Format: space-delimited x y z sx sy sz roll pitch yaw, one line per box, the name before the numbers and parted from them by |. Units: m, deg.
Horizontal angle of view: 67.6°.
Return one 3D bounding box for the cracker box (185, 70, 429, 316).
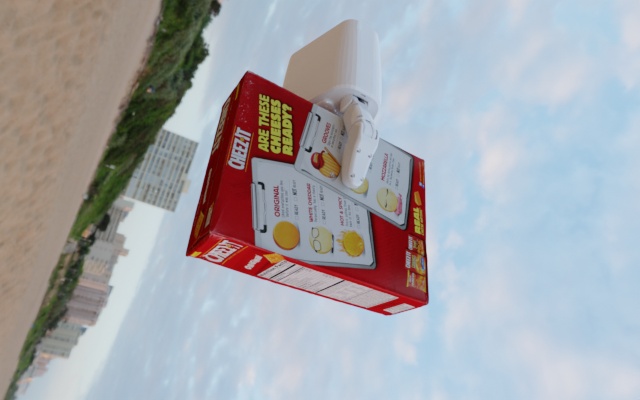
cracker box | 0.000 0.001 0.449 0.214 0.164 0.072 22 -34 -25
